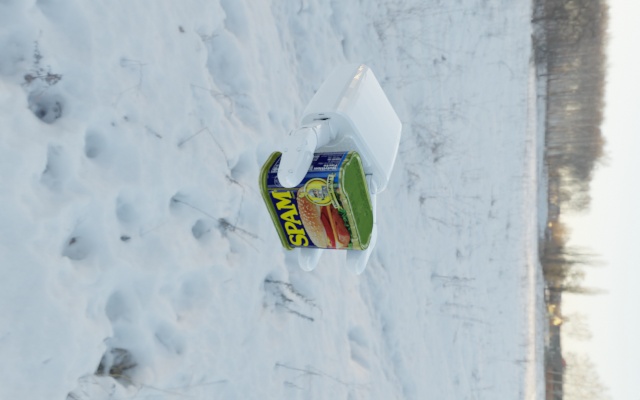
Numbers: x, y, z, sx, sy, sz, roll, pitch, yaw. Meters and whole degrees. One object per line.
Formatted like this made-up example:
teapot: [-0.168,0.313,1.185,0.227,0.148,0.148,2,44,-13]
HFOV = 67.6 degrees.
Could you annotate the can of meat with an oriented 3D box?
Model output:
can of meat: [0.000,0.001,0.459,0.084,0.102,0.057,0,38,24]
